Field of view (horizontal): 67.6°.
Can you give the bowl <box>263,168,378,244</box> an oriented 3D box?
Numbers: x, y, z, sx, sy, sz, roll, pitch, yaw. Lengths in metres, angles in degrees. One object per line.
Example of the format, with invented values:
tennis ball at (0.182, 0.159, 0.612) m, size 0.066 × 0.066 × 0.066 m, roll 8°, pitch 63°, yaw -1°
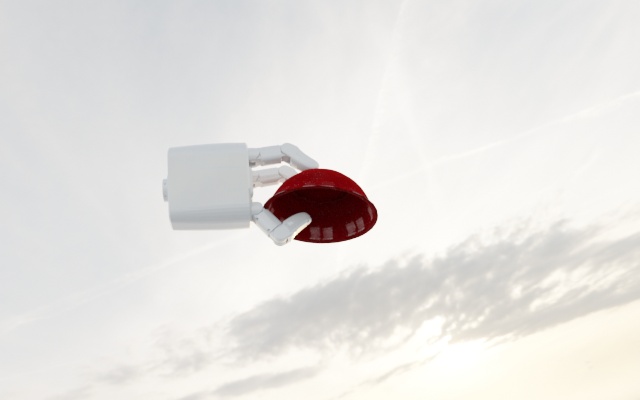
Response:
bowl at (0.001, 0.002, 0.675) m, size 0.162 × 0.055 × 0.162 m, roll 2°, pitch -32°, yaw 1°
